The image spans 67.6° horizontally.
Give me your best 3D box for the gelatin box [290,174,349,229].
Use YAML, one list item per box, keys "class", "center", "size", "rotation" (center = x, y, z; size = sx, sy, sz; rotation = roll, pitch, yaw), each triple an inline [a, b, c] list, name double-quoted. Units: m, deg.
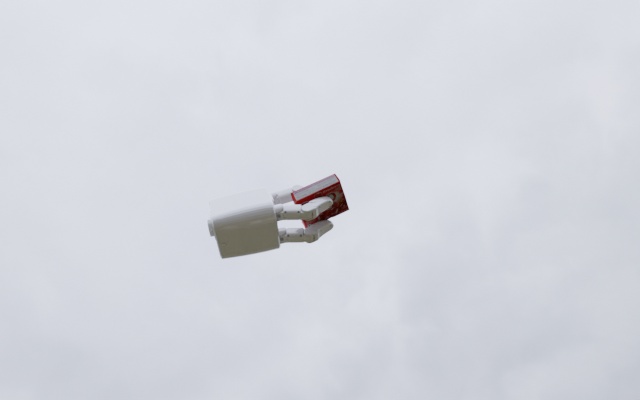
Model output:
- class: "gelatin box"
  center: [0.000, 0.002, 0.850]
  size: [0.089, 0.073, 0.030]
  rotation: [-25, 42, -5]
